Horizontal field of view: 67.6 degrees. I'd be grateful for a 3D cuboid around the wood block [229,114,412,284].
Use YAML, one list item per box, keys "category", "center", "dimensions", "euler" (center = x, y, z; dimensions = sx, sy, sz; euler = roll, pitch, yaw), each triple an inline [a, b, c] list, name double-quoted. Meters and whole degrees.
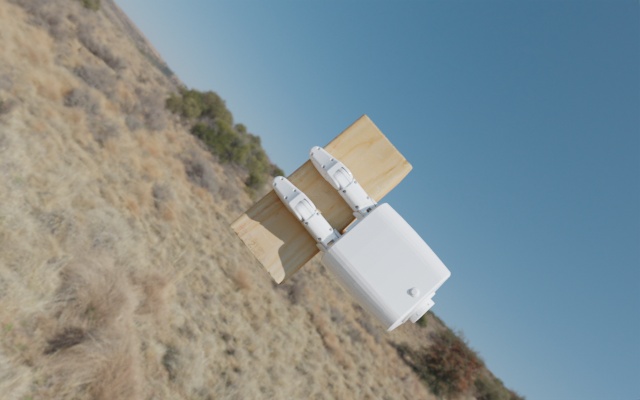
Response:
- category: "wood block"
  center: [0.000, 0.002, 0.591]
  dimensions: [0.206, 0.090, 0.091]
  euler: [-40, -6, -8]
